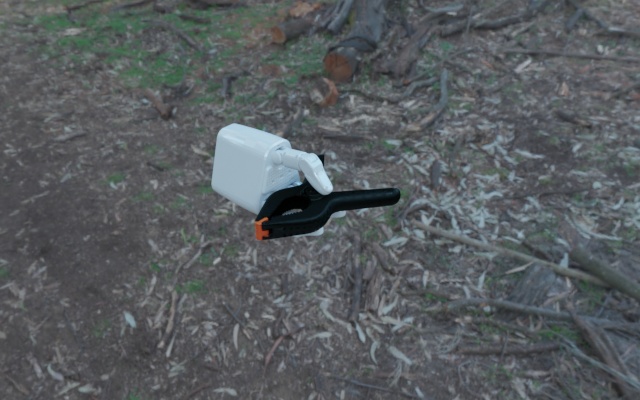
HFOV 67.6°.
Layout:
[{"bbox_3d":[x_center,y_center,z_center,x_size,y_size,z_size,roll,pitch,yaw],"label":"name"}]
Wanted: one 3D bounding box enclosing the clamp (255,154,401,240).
[{"bbox_3d":[0.000,0.002,0.667,0.164,0.036,0.210,22,39,31],"label":"clamp"}]
